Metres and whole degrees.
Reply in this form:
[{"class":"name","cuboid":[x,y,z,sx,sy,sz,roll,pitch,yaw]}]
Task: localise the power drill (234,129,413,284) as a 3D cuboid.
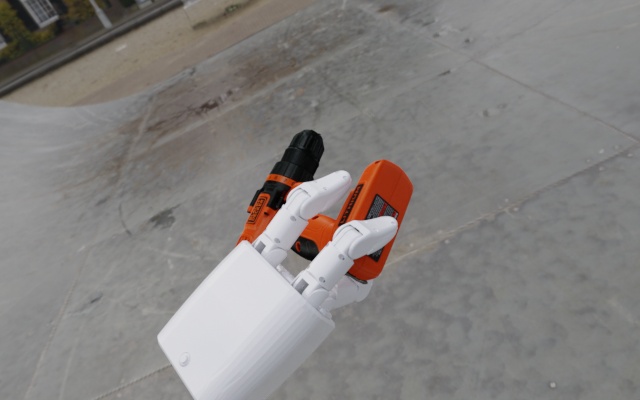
[{"class":"power drill","cuboid":[0.000,0.002,0.484,0.057,0.184,0.187,34,-20,-33]}]
